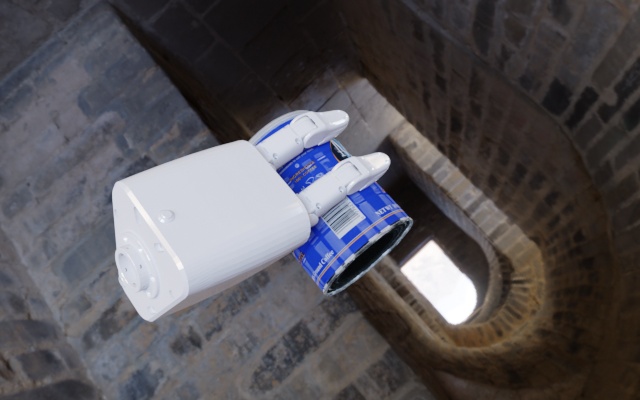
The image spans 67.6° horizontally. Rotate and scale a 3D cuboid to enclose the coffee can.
[{"bbox_3d":[0.000,0.001,0.442,0.103,0.140,0.103,-36,-19,-14],"label":"coffee can"}]
